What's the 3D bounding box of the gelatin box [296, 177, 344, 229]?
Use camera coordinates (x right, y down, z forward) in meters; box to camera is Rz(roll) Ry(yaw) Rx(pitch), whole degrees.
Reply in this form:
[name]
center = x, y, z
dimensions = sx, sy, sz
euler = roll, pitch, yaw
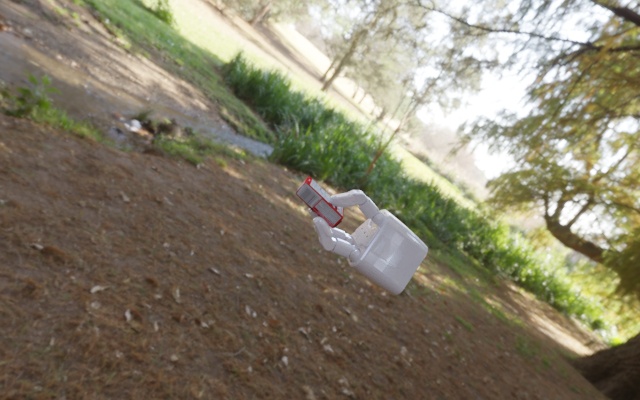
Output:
[gelatin box]
center = 0.000, 0.002, 0.822
dimensions = 0.089, 0.030, 0.073
euler = 44, 10, -6
